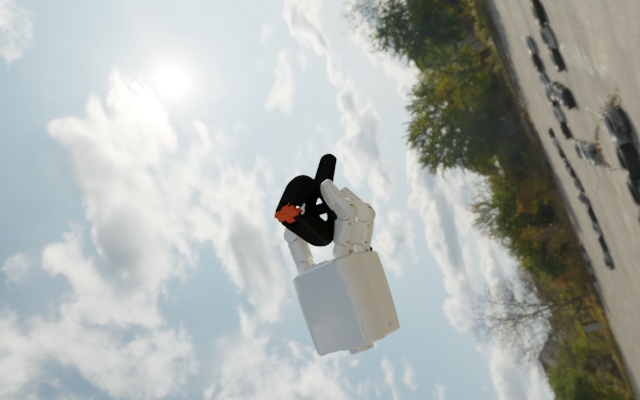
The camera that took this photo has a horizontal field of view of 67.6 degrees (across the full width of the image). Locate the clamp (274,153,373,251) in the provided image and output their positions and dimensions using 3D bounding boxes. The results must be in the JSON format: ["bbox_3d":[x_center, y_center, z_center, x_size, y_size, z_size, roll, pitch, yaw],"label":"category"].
[{"bbox_3d":[-0.001,0.003,0.631,0.036,0.164,0.210,-25,-14,23],"label":"clamp"}]
